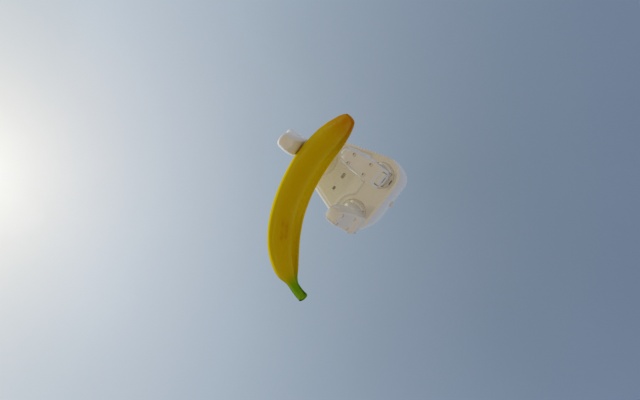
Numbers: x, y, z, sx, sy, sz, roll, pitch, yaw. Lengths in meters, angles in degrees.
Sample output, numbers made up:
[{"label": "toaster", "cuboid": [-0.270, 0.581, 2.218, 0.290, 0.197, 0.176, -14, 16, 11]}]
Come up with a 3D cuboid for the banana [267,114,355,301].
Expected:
[{"label": "banana", "cuboid": [-0.018, 0.001, 0.507, 0.069, 0.198, 0.037, 15, 0, 21]}]
